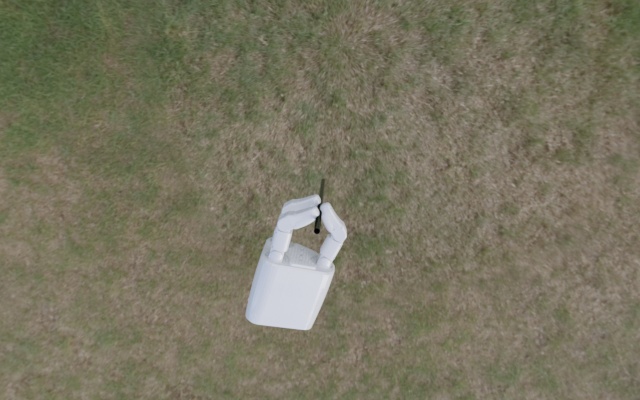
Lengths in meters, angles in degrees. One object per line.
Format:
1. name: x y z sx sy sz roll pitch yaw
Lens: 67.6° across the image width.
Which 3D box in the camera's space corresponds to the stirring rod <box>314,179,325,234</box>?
1. stirring rod: 0.000 0.002 0.724 0.011 0.011 0.239 0 18 2
